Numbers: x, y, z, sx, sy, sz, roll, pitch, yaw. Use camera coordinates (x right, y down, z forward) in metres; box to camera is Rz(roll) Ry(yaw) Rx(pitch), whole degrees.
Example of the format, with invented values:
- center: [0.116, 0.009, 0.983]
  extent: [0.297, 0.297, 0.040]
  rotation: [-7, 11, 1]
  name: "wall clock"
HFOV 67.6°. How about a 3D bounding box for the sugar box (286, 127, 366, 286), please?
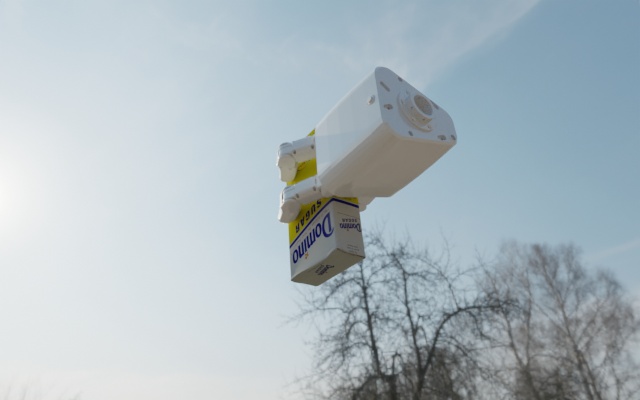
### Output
- center: [0.000, 0.002, 0.565]
  extent: [0.048, 0.176, 0.093]
  rotation: [19, -39, -30]
  name: "sugar box"
